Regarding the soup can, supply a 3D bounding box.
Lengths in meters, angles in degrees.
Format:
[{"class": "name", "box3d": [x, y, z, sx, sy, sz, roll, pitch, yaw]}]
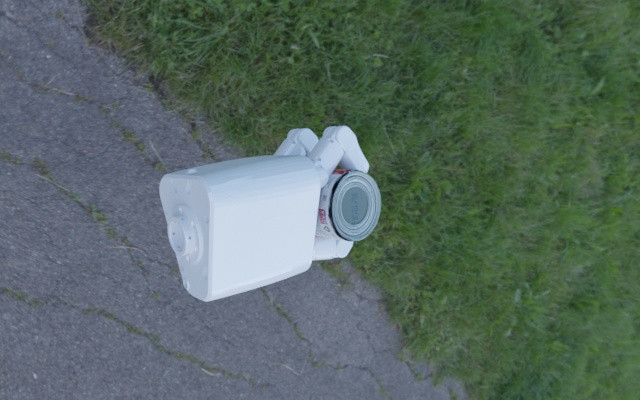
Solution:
[{"class": "soup can", "box3d": [0.001, 0.002, 0.472, 0.068, 0.068, 0.102, 0, 4, -42]}]
